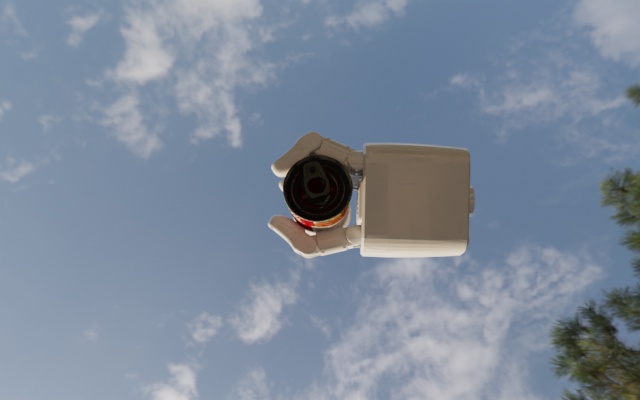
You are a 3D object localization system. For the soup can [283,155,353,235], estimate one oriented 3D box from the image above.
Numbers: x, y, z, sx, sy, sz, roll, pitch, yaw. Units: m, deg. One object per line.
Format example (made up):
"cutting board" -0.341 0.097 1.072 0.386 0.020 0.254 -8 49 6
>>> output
"soup can" 0.000 0.002 0.508 0.068 0.068 0.102 0 -16 3
